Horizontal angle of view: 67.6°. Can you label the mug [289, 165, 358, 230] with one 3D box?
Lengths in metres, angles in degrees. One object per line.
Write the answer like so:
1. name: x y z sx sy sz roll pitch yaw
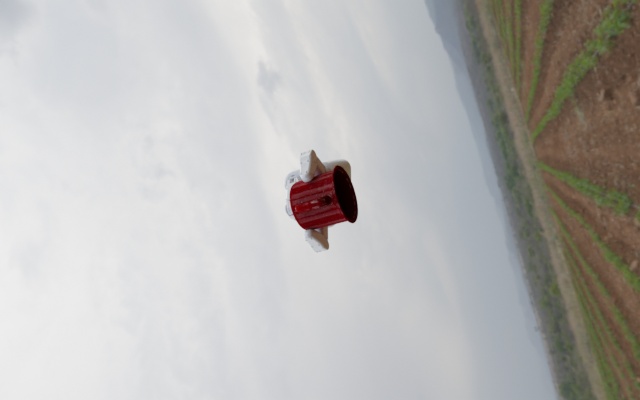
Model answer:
1. mug: -0.001 0.003 0.740 0.081 0.093 0.117 -16 4 22
